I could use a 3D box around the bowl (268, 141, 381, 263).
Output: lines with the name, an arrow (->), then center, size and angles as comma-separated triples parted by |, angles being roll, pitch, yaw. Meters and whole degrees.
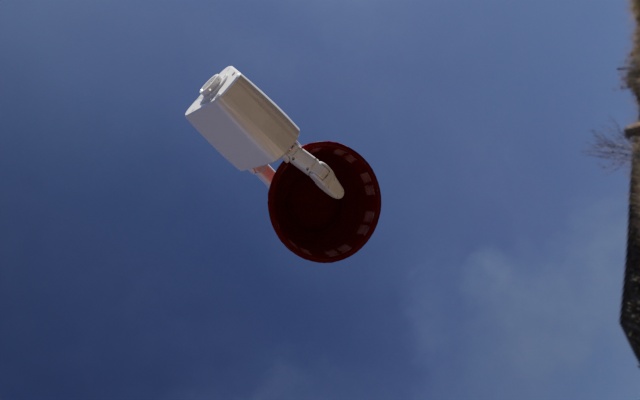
bowl -> 0.001, 0.003, 0.656 | 0.162, 0.162, 0.055 | 0, 0, -20
